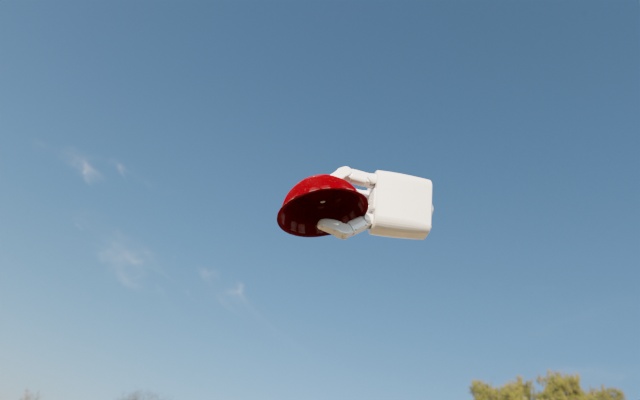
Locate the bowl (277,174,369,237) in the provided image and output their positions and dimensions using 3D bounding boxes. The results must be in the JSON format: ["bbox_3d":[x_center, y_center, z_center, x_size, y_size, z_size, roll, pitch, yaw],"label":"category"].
[{"bbox_3d":[-0.001,0.002,0.837,0.162,0.055,0.162,-9,-31,-5],"label":"bowl"}]
